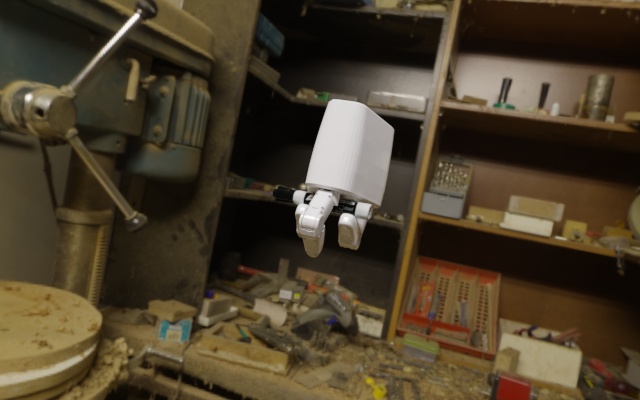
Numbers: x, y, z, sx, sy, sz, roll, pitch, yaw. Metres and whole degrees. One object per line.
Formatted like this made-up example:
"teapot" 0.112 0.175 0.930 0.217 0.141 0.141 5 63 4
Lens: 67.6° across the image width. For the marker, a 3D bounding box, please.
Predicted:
"marker" 0.000 0.002 0.565 0.121 0.020 0.020 12 3 17
